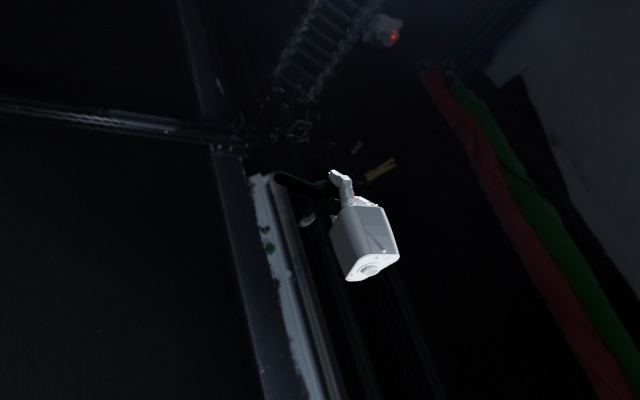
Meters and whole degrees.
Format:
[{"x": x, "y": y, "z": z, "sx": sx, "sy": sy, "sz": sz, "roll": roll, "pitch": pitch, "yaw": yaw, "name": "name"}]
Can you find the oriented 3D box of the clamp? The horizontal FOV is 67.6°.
[{"x": 0.000, "y": 0.003, "z": 0.893, "sx": 0.171, "sy": 0.120, "sz": 0.039, "roll": 5, "pitch": -37, "yaw": -34, "name": "clamp"}]
